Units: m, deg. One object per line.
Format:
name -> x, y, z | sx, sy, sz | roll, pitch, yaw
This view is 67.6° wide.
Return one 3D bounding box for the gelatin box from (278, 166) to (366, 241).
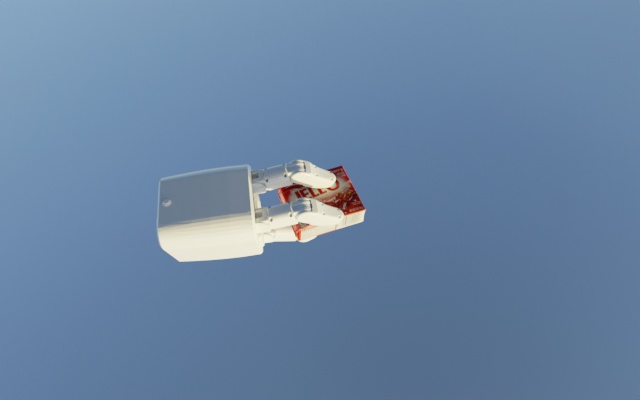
gelatin box -> 0.000, 0.002, 0.585 | 0.089, 0.073, 0.030 | -16, -33, -15
